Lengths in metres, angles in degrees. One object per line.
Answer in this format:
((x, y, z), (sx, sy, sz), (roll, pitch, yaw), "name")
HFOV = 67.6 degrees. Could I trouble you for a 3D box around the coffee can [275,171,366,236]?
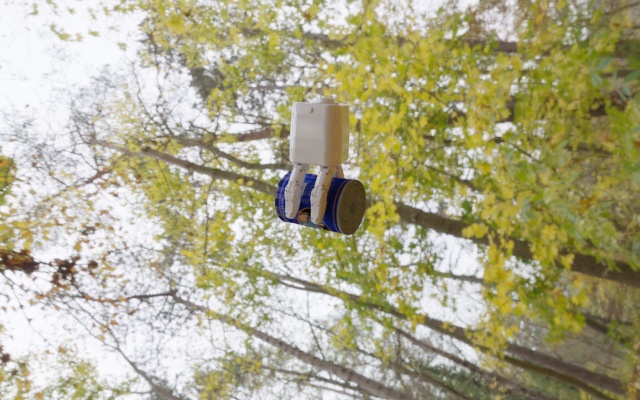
((0.000, 0.003, 0.897), (0.140, 0.103, 0.103), (10, 5, 30), "coffee can")
